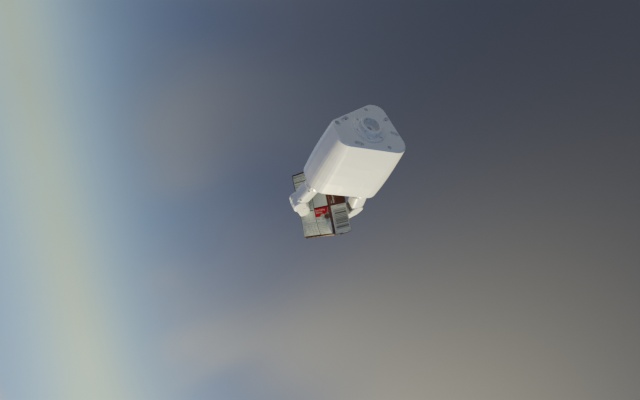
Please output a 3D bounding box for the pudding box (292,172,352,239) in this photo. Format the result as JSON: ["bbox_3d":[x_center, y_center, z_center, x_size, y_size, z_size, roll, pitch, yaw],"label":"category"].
[{"bbox_3d":[0.000,0.003,0.779,0.039,0.113,0.090,-9,-2,-34],"label":"pudding box"}]
